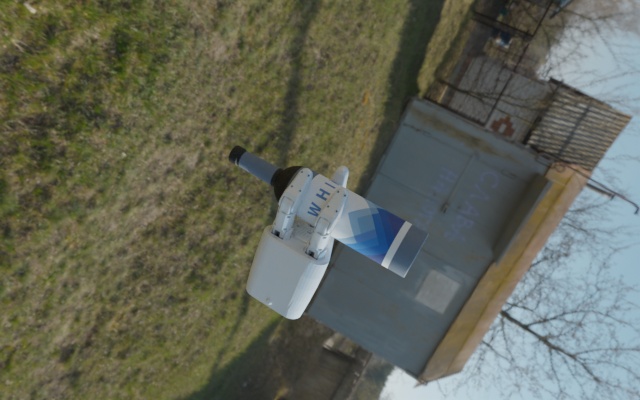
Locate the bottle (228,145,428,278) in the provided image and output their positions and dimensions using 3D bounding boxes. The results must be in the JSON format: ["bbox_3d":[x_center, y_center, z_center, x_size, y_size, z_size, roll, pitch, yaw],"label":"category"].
[{"bbox_3d":[0.000,0.002,0.655,0.295,0.069,0.069,29,7,13],"label":"bottle"}]
